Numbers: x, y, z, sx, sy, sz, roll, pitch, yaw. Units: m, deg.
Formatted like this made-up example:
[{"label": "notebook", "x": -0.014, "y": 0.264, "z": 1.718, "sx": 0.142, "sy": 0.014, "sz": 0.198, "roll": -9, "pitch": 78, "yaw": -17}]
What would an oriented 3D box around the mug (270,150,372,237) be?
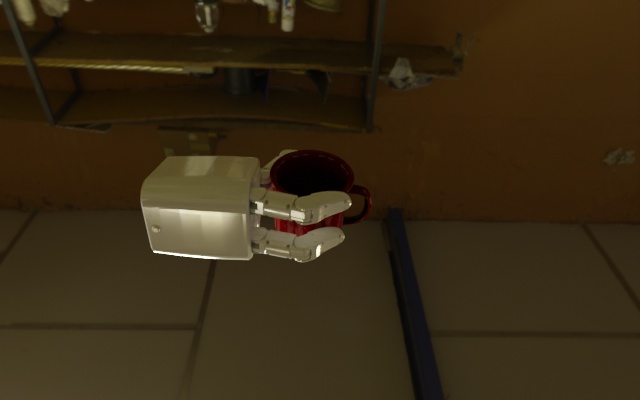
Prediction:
[{"label": "mug", "x": 0.002, "y": 0.002, "z": 0.550, "sx": 0.117, "sy": 0.082, "sz": 0.093, "roll": 4, "pitch": 41, "yaw": -1}]
